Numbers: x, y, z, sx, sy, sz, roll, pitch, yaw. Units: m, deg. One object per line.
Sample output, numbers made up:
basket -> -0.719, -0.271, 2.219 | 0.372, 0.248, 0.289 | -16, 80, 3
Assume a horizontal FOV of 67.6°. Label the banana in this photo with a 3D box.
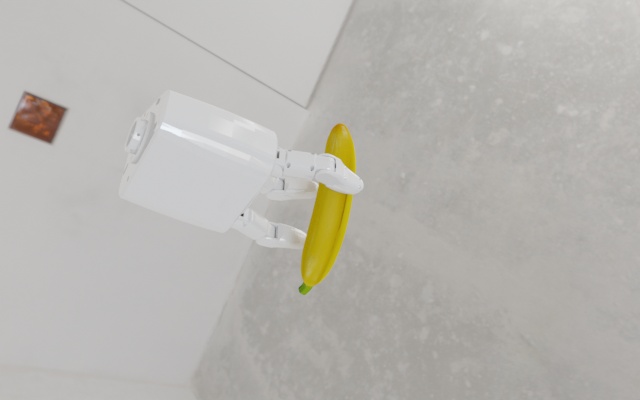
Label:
banana -> 0.007, 0.005, 0.509 | 0.037, 0.197, 0.069 | 18, -9, -24
